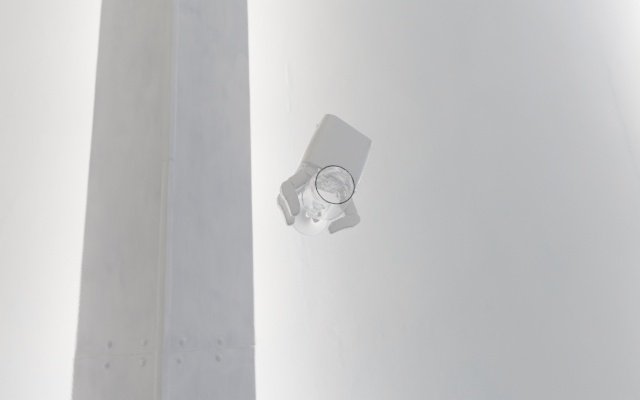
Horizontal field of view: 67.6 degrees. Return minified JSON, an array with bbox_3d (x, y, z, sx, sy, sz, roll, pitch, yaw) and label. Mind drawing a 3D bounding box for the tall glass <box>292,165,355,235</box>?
[{"bbox_3d":[0.000,0.003,0.806,0.079,0.079,0.201,0,-15,-13],"label":"tall glass"}]
